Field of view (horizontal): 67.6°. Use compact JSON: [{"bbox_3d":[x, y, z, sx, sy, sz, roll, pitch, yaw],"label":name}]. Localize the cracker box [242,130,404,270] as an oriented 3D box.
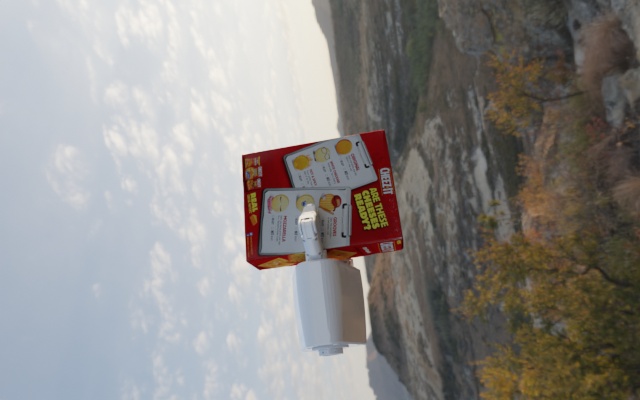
[{"bbox_3d":[0.000,0.002,0.685,0.214,0.164,0.072,-9,-21,8],"label":"cracker box"}]
